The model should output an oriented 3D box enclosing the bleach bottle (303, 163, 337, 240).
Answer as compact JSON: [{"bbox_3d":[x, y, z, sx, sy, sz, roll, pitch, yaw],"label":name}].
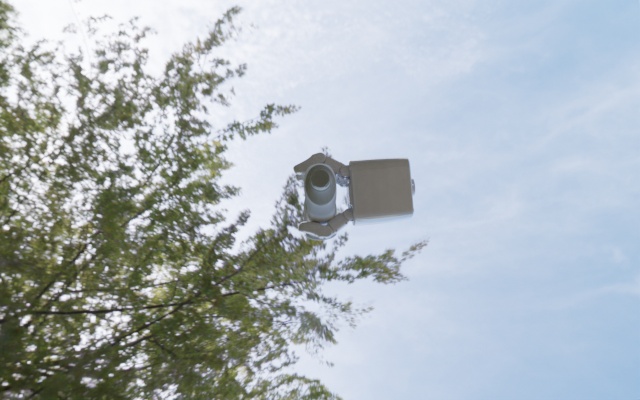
[{"bbox_3d":[0.000,0.003,0.847,0.068,0.102,0.251,-4,-13,-1],"label":"bleach bottle"}]
